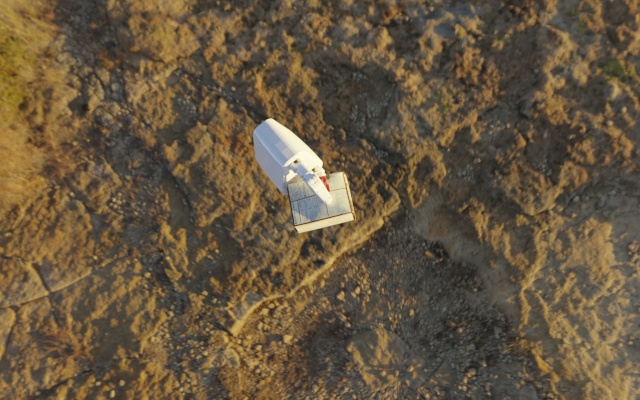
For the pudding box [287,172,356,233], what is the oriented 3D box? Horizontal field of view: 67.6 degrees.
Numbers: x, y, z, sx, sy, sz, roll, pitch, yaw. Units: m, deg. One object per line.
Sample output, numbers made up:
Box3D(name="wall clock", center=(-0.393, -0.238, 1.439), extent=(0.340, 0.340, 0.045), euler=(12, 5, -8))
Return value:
Box3D(name="pudding box", center=(0.000, 0.003, 0.878), extent=(0.113, 0.090, 0.039), euler=(-14, -25, 7))
